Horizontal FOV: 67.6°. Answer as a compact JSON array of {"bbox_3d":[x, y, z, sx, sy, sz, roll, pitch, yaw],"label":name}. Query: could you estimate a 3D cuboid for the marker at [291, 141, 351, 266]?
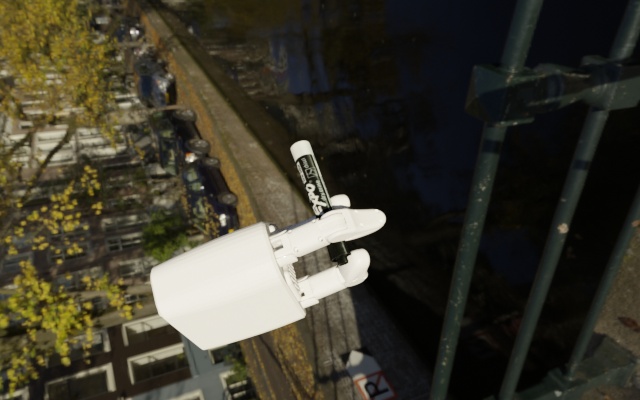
[{"bbox_3d":[0.000,0.001,0.426,0.020,0.121,0.020,-18,-21,-7],"label":"marker"}]
